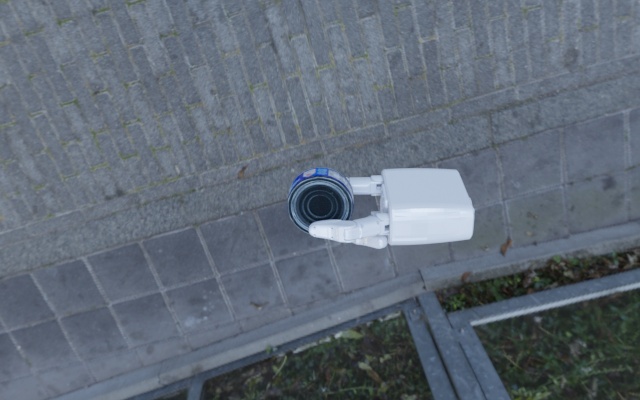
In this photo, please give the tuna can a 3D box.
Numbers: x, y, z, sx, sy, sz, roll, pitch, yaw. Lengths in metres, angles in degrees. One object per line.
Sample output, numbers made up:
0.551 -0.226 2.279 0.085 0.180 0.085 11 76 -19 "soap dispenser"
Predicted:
0.000 0.002 0.614 0.086 0.086 0.033 0 25 3 "tuna can"
